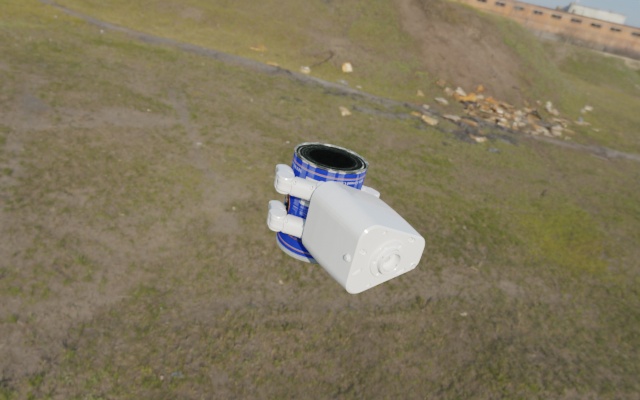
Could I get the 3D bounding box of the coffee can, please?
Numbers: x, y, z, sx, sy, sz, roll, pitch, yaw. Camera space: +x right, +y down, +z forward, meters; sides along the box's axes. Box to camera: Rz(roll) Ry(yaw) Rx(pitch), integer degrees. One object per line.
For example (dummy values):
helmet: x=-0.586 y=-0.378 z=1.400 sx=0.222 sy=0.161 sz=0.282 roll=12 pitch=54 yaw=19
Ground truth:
coffee can: x=0.000 y=0.002 z=0.669 sx=0.103 sy=0.140 sz=0.102 roll=11 pitch=24 yaw=-5
